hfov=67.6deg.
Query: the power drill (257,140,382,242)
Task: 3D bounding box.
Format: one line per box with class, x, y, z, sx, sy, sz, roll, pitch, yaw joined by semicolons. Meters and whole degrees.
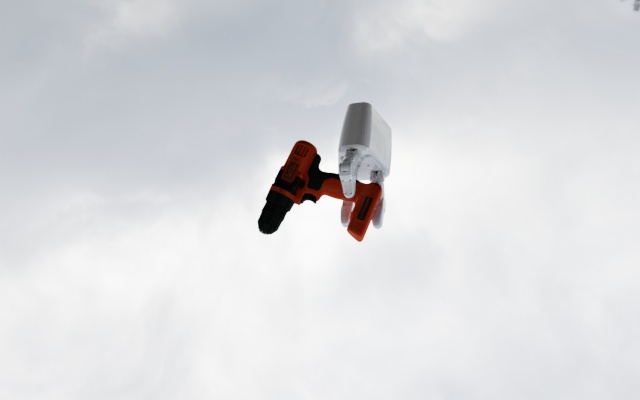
power drill;0.001;0.003;0.837;0.187;0.184;0.057;23;-10;9
